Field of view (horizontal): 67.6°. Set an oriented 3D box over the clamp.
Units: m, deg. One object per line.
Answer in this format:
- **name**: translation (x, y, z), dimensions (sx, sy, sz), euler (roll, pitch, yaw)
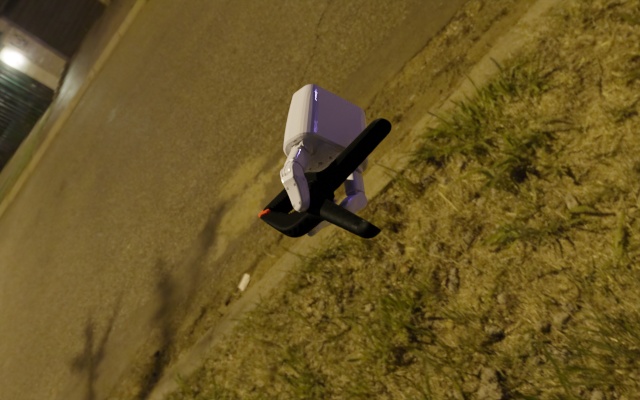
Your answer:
- **clamp**: translation (-0.001, 0.002, 0.589), dimensions (0.210, 0.164, 0.036), euler (-27, -50, 34)
